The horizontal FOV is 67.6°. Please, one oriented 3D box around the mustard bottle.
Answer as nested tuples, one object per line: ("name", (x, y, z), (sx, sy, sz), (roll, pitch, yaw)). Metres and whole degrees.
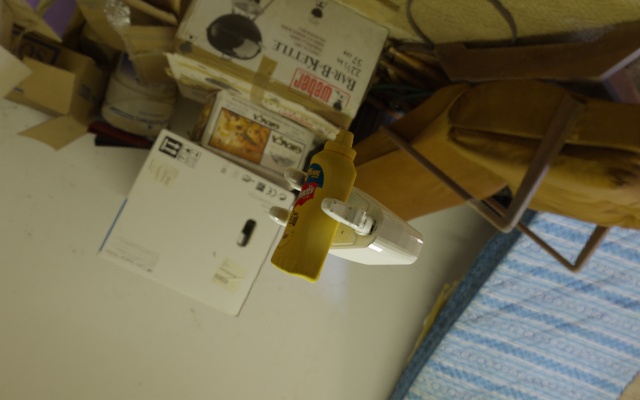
("mustard bottle", (0.000, 0.002, 0.599), (0.058, 0.191, 0.096), (23, -5, -17))
